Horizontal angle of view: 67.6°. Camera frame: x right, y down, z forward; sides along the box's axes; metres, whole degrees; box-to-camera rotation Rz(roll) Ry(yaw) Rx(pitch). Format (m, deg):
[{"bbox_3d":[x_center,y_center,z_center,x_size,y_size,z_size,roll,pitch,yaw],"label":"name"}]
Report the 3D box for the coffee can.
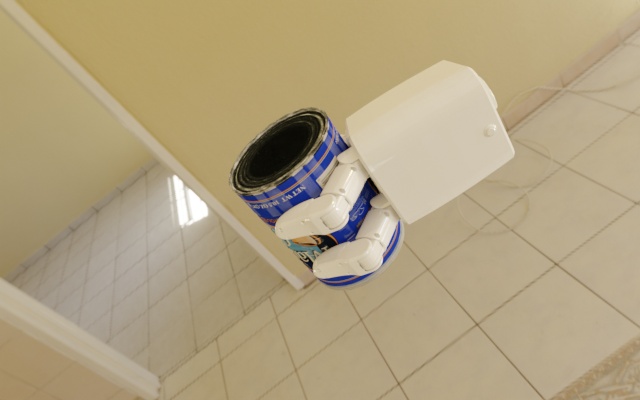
[{"bbox_3d":[0.000,0.002,0.439,0.103,0.102,0.140,0,-40,45],"label":"coffee can"}]
